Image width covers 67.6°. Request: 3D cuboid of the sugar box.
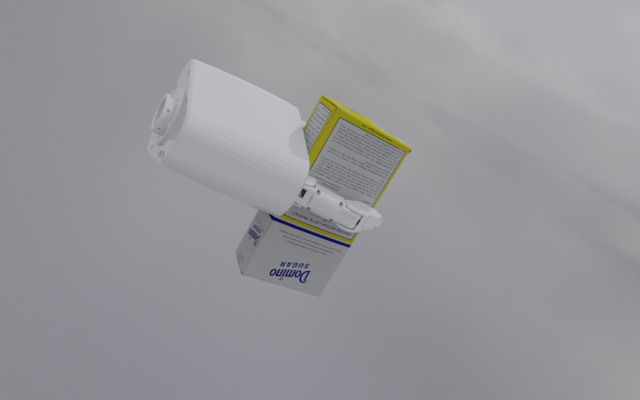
[{"bbox_3d":[0.000,0.001,0.453,0.093,0.176,0.048,23,18,-30],"label":"sugar box"}]
